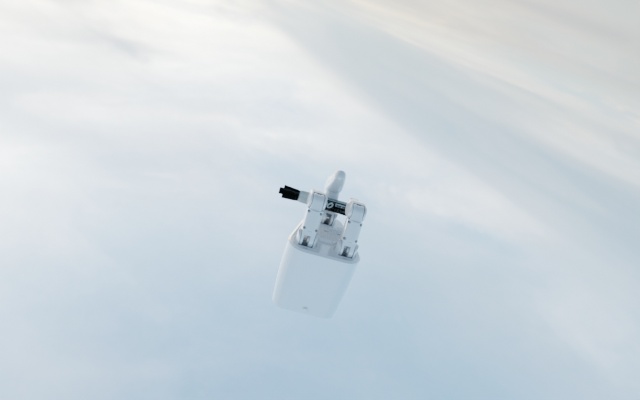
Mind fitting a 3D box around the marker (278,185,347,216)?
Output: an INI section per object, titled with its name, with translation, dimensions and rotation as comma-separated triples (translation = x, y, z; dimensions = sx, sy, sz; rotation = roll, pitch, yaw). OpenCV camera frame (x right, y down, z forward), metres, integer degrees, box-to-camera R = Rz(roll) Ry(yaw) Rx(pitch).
[marker]
translation = 0.000, 0.002, 0.673
dimensions = 0.121, 0.020, 0.020
rotation = 16, -2, -6
